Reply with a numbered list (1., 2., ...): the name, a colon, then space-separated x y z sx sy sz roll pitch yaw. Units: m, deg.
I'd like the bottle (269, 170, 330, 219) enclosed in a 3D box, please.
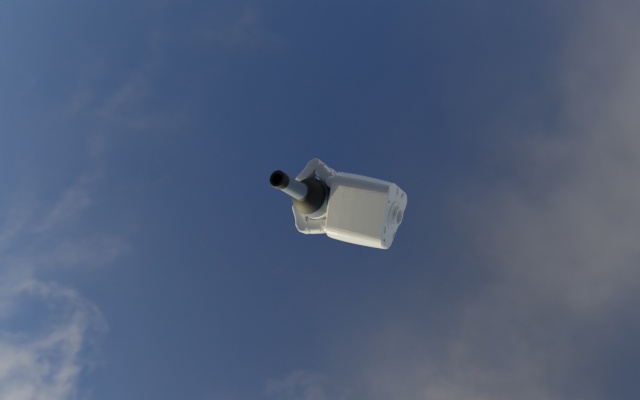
1. bottle: 0.000 0.003 0.854 0.069 0.069 0.296 0 -14 28
